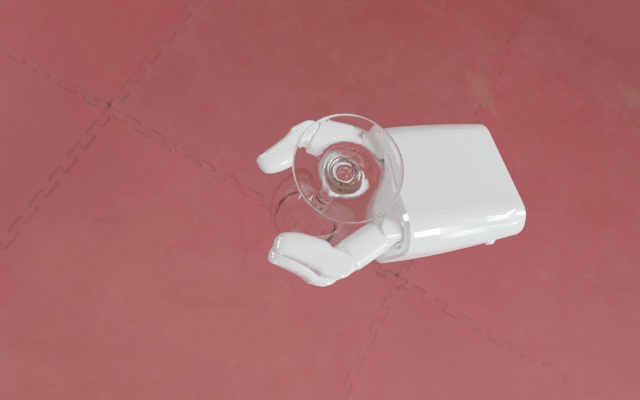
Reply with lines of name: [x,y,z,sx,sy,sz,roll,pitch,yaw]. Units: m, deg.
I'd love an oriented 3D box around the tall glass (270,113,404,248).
tall glass: [0.000,0.001,0.400,0.079,0.079,0.201,0,-13,-12]
